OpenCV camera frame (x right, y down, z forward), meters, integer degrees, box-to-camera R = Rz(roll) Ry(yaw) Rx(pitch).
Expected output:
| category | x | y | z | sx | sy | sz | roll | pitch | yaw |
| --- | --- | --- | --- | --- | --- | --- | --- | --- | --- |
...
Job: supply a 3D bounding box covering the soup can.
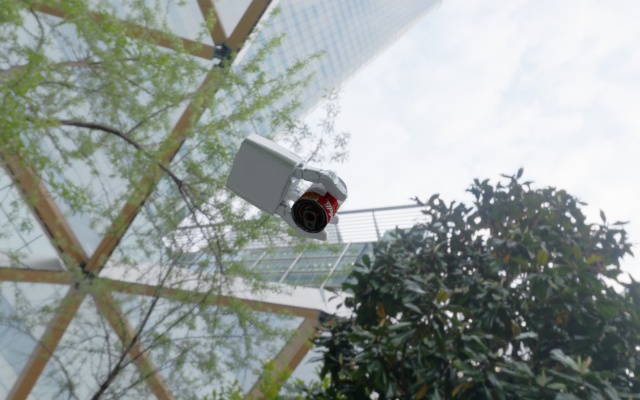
| category | x | y | z | sx | sy | sz | roll | pitch | yaw |
| --- | --- | --- | --- | --- | --- | --- | --- | --- | --- |
| soup can | 0.001 | 0.003 | 0.841 | 0.068 | 0.068 | 0.102 | 0 | 28 | 27 |
